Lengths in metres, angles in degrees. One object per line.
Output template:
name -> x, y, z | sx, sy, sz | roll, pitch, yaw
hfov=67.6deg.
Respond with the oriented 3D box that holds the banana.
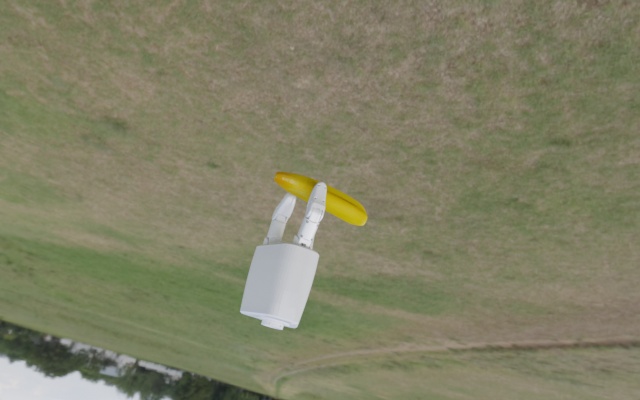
banana -> 0.015, 0.003, 0.758 | 0.069, 0.037, 0.198 | -1, -23, 46
